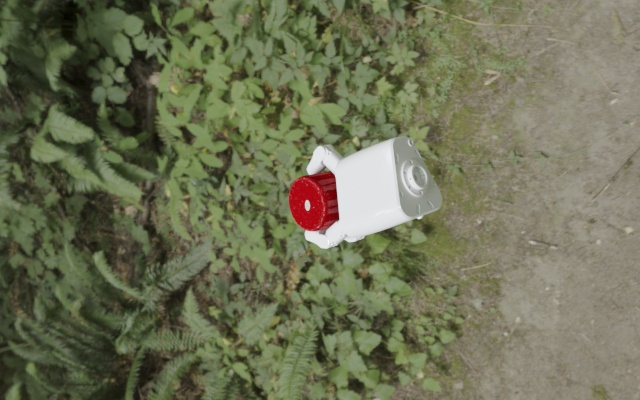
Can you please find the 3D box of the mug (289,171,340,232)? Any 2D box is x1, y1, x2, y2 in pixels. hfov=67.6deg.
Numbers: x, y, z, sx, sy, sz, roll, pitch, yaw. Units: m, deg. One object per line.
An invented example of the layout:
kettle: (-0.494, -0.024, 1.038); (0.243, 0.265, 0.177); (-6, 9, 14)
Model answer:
mug: (-0.001, 0.003, 0.716); (0.081, 0.093, 0.117); (-13, -7, -42)
